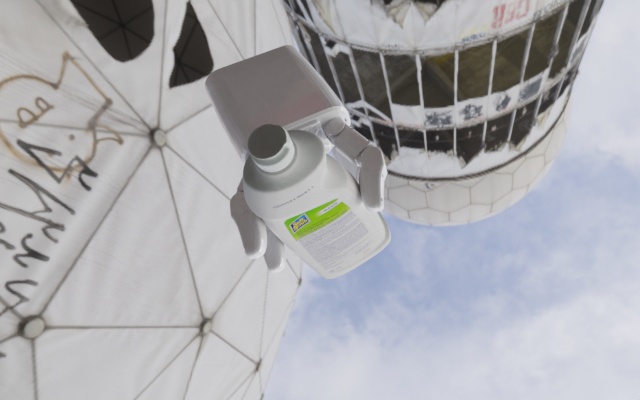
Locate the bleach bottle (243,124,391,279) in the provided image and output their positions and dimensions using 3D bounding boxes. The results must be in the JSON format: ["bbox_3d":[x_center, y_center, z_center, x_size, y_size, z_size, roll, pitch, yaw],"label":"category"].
[{"bbox_3d":[0.000,0.002,0.442,0.102,0.068,0.251,-34,-27,-1],"label":"bleach bottle"}]
